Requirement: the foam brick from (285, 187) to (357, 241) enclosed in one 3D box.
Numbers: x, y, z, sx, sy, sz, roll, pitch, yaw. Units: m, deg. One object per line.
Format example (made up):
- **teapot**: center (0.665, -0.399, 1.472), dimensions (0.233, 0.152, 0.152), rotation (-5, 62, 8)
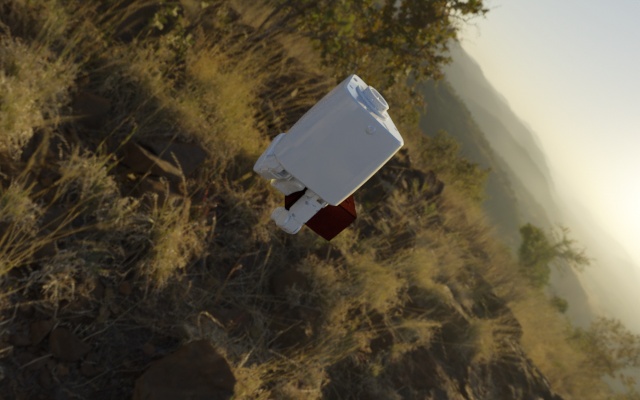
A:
- **foam brick**: center (0.000, 0.002, 0.592), dimensions (0.078, 0.051, 0.053), rotation (38, 24, -26)
